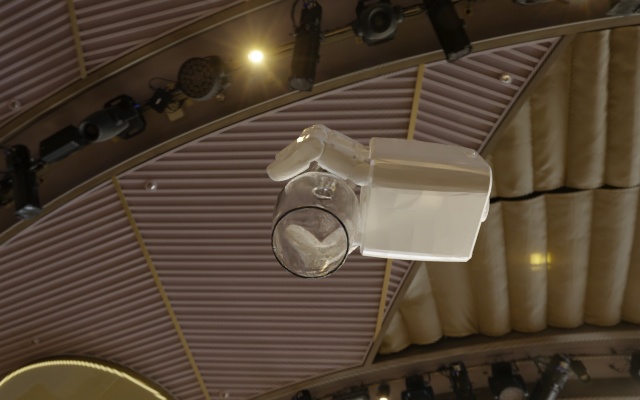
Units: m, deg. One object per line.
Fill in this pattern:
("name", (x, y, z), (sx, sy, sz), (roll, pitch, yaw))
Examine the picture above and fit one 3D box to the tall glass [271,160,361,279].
("tall glass", (0.000, 0.001, 0.463), (0.079, 0.079, 0.201), (0, 19, 5))
